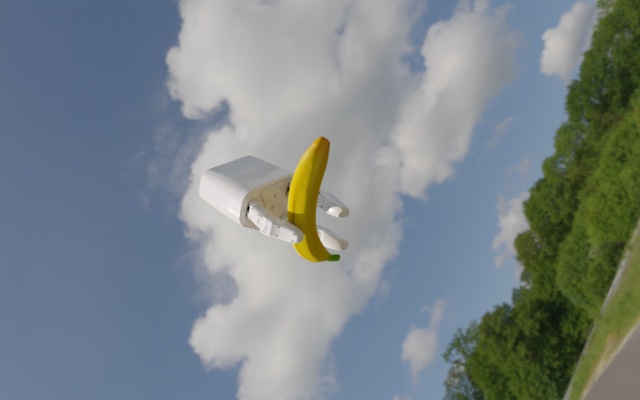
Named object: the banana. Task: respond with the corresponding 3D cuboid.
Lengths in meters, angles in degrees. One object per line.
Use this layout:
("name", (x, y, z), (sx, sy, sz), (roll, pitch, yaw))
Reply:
("banana", (-0.013, 0.013, 0.629), (0.069, 0.198, 0.037), (-30, 41, -32))
